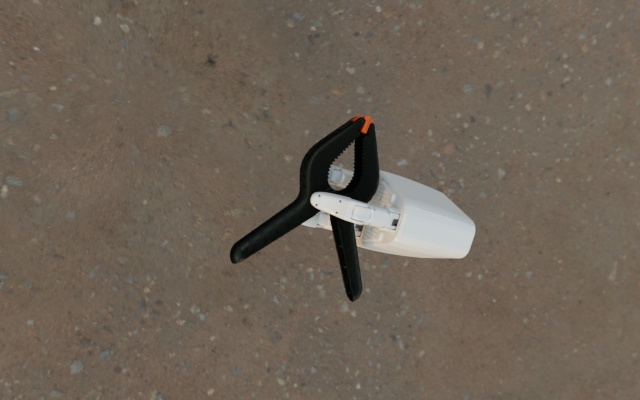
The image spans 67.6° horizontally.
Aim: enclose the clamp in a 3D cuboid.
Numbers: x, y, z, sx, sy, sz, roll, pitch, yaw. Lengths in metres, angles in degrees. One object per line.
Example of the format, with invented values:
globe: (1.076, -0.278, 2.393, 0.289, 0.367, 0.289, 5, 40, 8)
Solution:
clamp: (0.001, 0.001, 0.529, 0.164, 0.210, 0.036, 15, 5, -24)
